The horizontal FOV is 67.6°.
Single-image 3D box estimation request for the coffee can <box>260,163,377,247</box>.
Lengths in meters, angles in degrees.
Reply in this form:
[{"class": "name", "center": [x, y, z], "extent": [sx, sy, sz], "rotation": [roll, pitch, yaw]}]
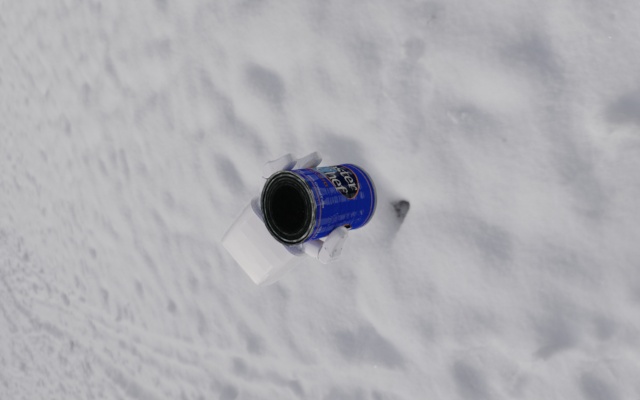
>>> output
[{"class": "coffee can", "center": [0.000, 0.002, 0.681], "extent": [0.103, 0.103, 0.140], "rotation": [0, 7, 41]}]
